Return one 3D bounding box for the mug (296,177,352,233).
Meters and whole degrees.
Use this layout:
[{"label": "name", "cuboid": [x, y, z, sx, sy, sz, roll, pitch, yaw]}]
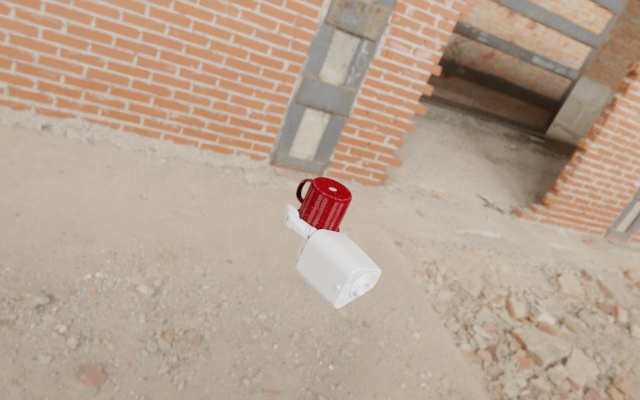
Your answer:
[{"label": "mug", "cuboid": [-0.001, 0.002, 0.898, 0.117, 0.081, 0.093, 41, 30, 30]}]
